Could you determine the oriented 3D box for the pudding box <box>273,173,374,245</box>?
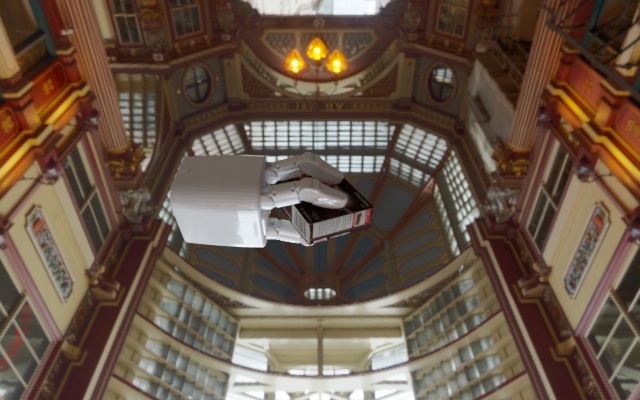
[{"bbox_3d":[0.000,0.002,0.608,0.090,0.039,0.113,-15,41,-24],"label":"pudding box"}]
